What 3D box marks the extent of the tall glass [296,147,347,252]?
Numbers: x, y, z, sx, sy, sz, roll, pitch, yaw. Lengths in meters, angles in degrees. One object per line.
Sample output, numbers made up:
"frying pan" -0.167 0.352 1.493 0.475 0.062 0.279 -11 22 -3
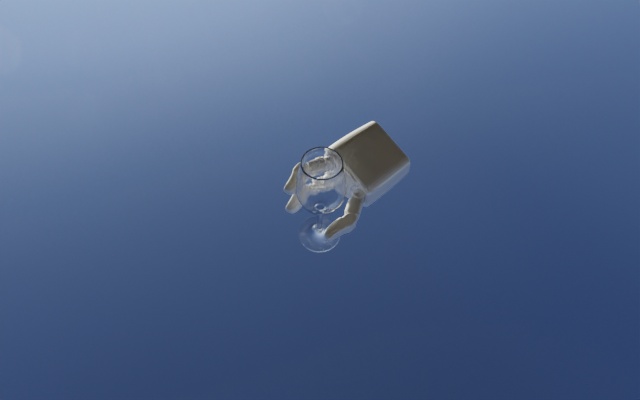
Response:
"tall glass" 0.000 0.003 0.763 0.079 0.079 0.201 0 -34 -1
